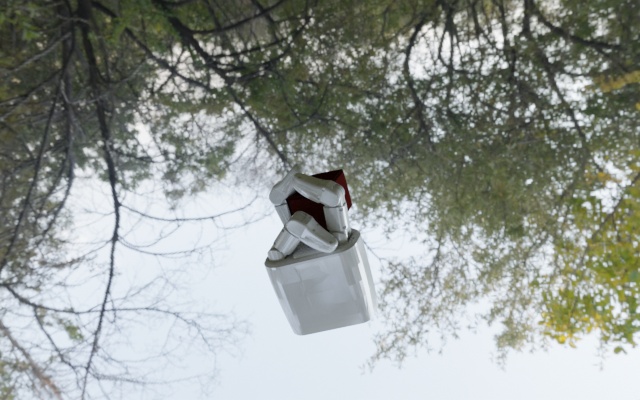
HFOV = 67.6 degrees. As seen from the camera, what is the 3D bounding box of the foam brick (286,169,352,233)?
[{"bbox_3d":[0.000,0.002,0.595,0.053,0.051,0.078,-8,22,25],"label":"foam brick"}]
